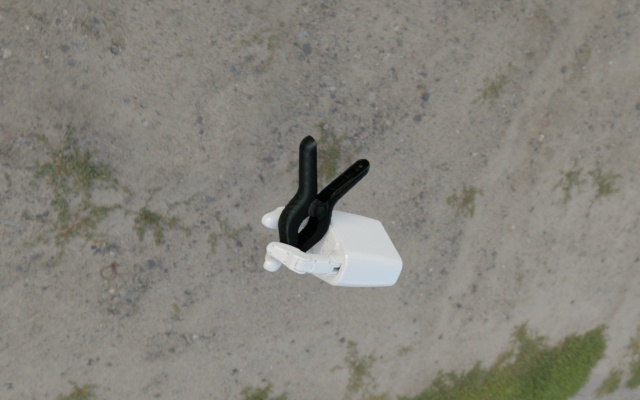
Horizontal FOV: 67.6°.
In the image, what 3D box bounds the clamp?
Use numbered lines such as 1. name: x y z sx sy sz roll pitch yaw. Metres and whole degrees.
1. clamp: 0.000 0.003 0.645 0.120 0.171 0.039 9 22 -34
